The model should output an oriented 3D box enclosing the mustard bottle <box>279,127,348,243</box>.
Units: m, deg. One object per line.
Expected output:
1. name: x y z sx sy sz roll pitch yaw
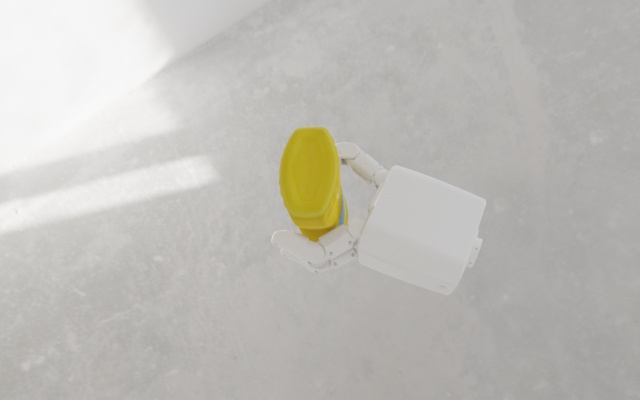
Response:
1. mustard bottle: 0.000 0.002 0.534 0.058 0.096 0.192 -2 -19 7
